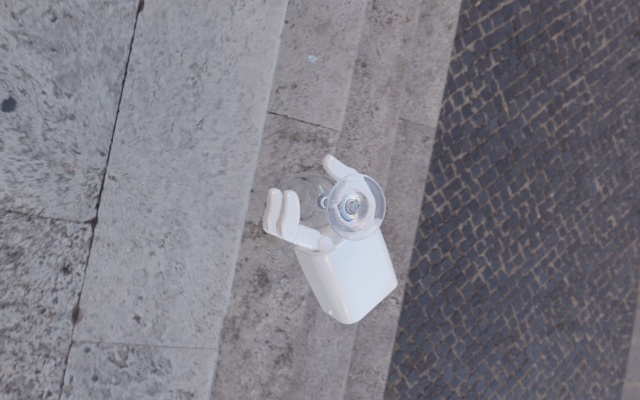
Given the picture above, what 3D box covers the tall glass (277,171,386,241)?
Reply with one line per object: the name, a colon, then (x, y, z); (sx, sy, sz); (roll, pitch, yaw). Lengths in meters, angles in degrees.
tall glass: (0.000, 0.002, 0.615); (0.079, 0.079, 0.201); (0, 4, -24)
